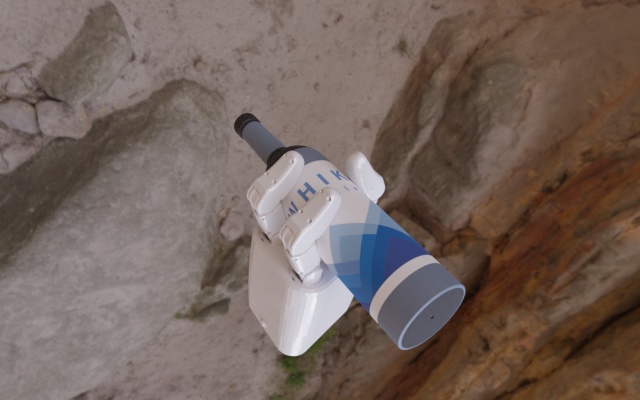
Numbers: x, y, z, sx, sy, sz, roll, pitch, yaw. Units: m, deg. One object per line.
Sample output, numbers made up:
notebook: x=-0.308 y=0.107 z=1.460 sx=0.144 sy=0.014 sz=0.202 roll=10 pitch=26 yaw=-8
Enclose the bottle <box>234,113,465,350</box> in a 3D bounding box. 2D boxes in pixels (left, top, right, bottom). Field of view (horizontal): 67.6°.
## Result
bottle: x=0.000 y=0.002 z=0.438 sx=0.069 sy=0.069 sz=0.295 roll=0 pitch=36 yaw=-44
